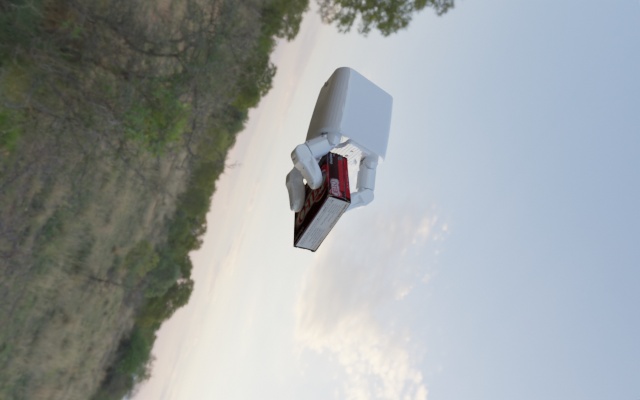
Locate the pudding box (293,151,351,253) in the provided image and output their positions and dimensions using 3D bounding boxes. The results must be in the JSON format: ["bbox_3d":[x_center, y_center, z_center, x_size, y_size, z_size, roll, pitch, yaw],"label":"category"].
[{"bbox_3d":[0.000,0.002,0.653,0.039,0.090,0.114,17,-48,-16],"label":"pudding box"}]
